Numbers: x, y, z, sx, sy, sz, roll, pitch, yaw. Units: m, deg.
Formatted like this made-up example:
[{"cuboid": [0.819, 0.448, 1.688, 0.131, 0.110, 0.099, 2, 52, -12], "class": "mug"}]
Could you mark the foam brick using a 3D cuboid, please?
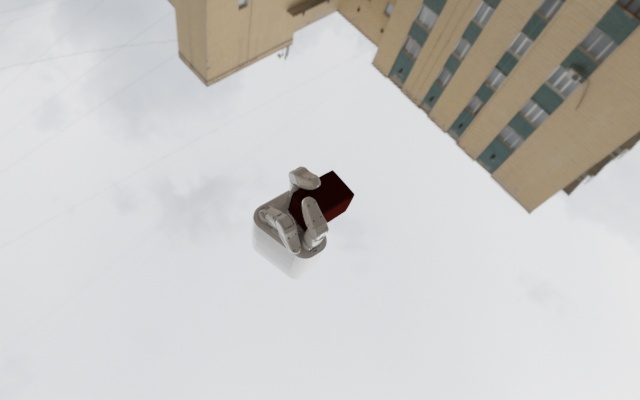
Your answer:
[{"cuboid": [0.000, 0.002, 0.701, 0.078, 0.053, 0.051, -30, -19, -25], "class": "foam brick"}]
